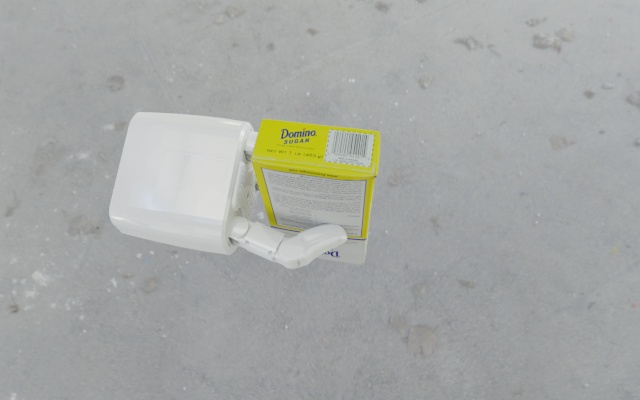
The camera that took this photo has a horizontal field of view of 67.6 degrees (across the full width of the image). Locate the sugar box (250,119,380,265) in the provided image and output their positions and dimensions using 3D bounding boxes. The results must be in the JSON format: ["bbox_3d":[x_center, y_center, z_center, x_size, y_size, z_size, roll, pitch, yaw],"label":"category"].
[{"bbox_3d":[0.000,0.001,0.424,0.093,0.048,0.176,8,-25,6],"label":"sugar box"}]
